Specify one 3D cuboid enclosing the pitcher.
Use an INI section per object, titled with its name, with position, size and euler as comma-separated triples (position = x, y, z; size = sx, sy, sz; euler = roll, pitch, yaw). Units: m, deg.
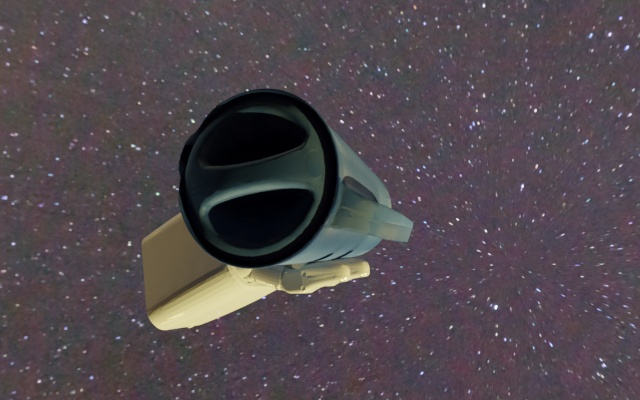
[pitcher]
position = 0.000, 0.002, 0.449
size = 0.145, 0.149, 0.243
euler = -30, -17, 15
